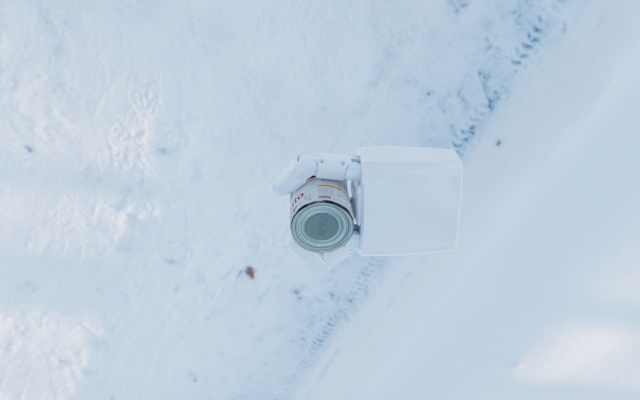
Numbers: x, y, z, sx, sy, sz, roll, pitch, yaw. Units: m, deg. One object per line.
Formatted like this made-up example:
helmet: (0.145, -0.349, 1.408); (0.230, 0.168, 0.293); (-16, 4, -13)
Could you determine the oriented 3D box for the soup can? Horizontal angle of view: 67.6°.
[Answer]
soup can: (0.000, 0.002, 0.529); (0.068, 0.068, 0.102); (0, 33, -3)
